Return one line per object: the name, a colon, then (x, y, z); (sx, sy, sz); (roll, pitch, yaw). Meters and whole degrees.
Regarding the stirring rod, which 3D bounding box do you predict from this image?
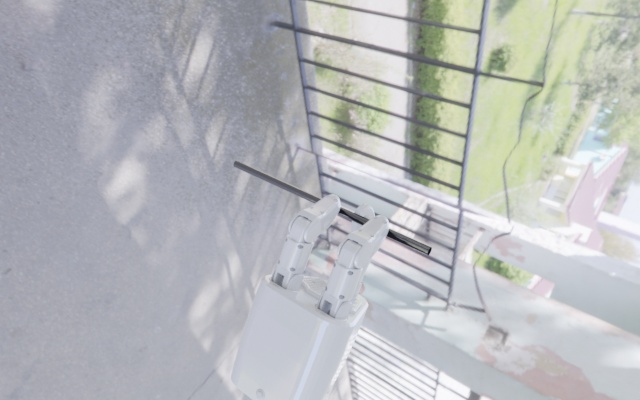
stirring rod: (0.000, 0.002, 0.475); (0.239, 0.011, 0.011); (24, 13, 30)
